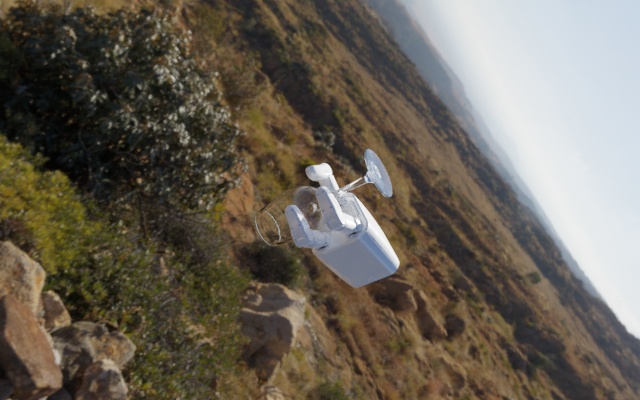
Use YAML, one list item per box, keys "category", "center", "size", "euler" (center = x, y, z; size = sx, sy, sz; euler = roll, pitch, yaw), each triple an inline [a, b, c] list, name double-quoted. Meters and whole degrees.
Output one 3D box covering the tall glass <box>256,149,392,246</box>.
- category: "tall glass"
  center: [0.001, 0.002, 0.703]
  size: [0.201, 0.079, 0.079]
  euler: [-26, -11, 24]
